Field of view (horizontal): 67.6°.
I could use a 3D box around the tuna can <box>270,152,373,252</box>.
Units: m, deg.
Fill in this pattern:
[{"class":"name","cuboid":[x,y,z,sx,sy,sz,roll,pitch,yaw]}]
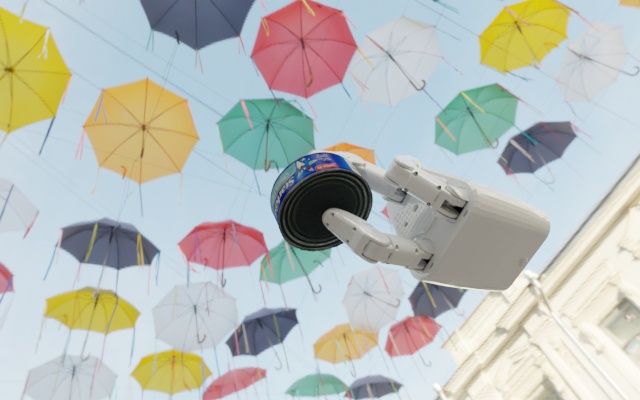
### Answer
[{"class":"tuna can","cuboid":[0.000,0.001,0.418,0.086,0.086,0.033,0,34,-24]}]
